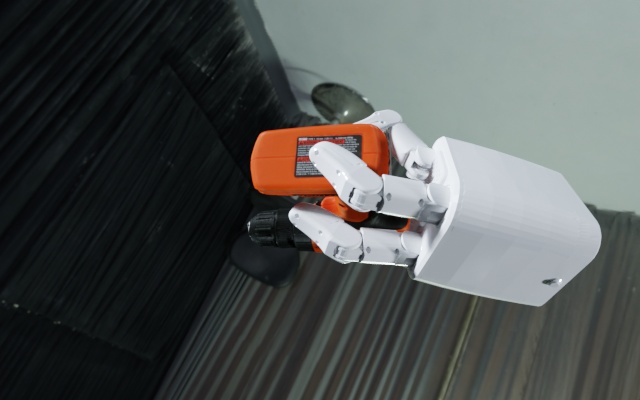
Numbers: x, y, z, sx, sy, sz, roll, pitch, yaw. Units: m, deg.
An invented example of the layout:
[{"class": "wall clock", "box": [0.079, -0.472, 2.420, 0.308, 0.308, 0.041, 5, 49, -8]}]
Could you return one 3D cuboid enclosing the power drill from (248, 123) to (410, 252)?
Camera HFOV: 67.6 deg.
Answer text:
[{"class": "power drill", "box": [0.000, 0.001, 0.441, 0.184, 0.057, 0.188, -4, -22, 10]}]
